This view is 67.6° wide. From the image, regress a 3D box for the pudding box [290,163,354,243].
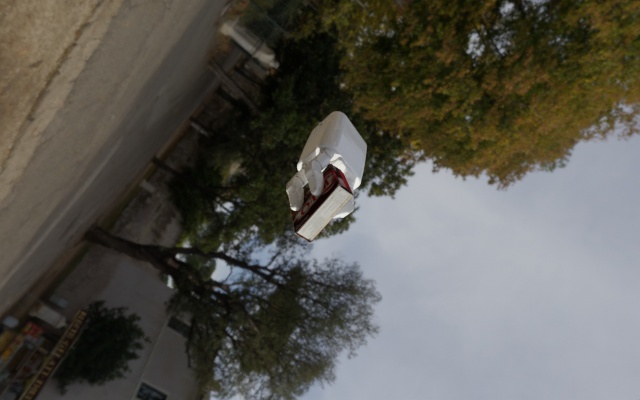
[{"bbox_3d":[0.000,0.003,0.799,0.039,0.113,0.090,33,17,-21],"label":"pudding box"}]
